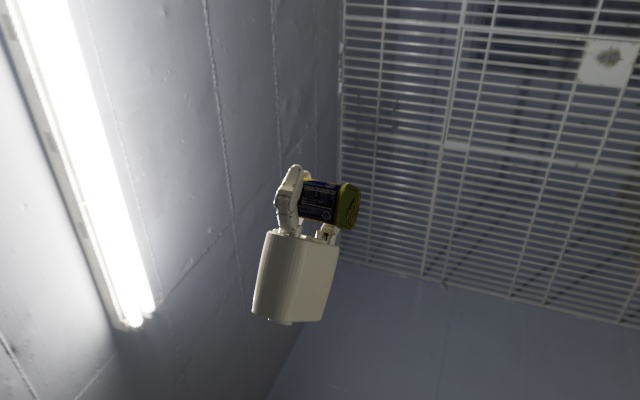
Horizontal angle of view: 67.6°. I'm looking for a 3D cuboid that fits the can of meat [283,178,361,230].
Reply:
[{"bbox_3d":[0.000,0.002,0.628,0.084,0.057,0.102,11,-2,17],"label":"can of meat"}]
